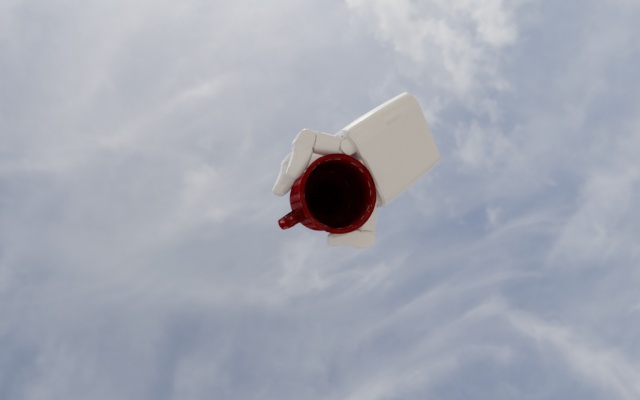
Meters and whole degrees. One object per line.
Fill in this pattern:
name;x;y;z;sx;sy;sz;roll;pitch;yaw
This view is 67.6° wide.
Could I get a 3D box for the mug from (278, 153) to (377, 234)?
mug;-0.001;0.003;0.578;0.117;0.093;0.081;-34;5;-17
